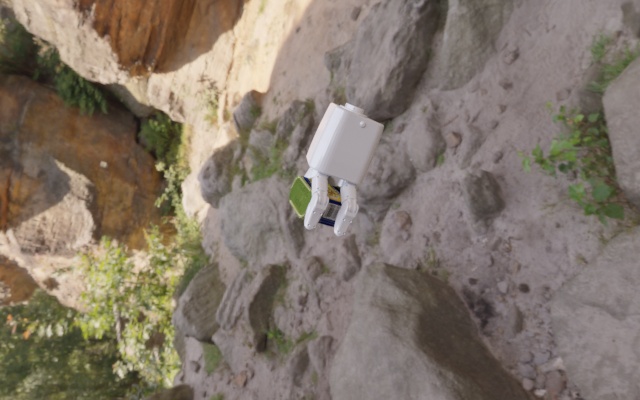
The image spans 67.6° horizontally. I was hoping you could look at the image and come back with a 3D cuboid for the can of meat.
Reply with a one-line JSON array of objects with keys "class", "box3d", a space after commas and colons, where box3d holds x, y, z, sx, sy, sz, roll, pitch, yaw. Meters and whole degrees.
[{"class": "can of meat", "box3d": [0.000, 0.003, 0.817, 0.084, 0.057, 0.102, 17, 17, -27]}]
